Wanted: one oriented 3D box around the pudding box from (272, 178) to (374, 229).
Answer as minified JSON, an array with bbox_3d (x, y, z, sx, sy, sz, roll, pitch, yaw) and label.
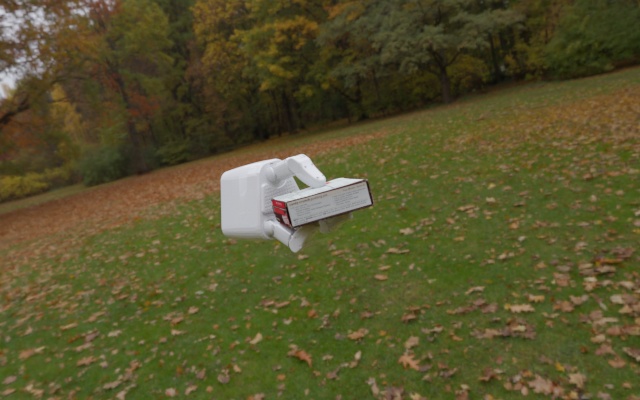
[{"bbox_3d":[0.000,0.002,0.620,0.113,0.039,0.090,-17,9,-14],"label":"pudding box"}]
